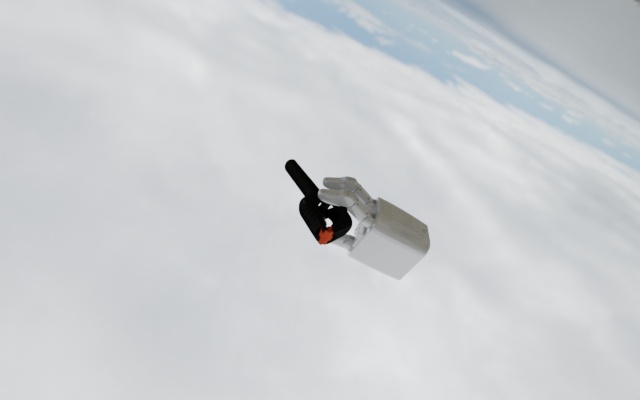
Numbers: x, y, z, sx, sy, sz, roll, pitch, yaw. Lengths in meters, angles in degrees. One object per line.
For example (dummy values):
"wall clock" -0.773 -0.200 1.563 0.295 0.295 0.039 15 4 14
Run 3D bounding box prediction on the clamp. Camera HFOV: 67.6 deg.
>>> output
"clamp" 0.000 0.004 0.810 0.164 0.036 0.210 27 26 -6
